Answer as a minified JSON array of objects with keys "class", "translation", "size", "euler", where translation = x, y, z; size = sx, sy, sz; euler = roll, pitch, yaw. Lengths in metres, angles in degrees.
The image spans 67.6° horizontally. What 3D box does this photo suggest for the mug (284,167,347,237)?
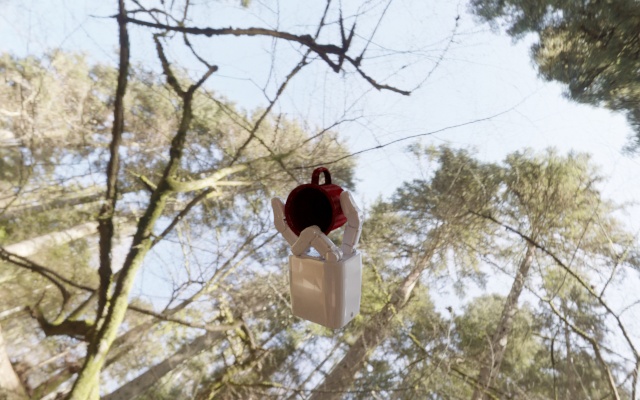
[{"class":"mug","translation":[0.000,0.001,0.793],"size":[0.093,0.117,0.081],"euler":[4,8,26]}]
